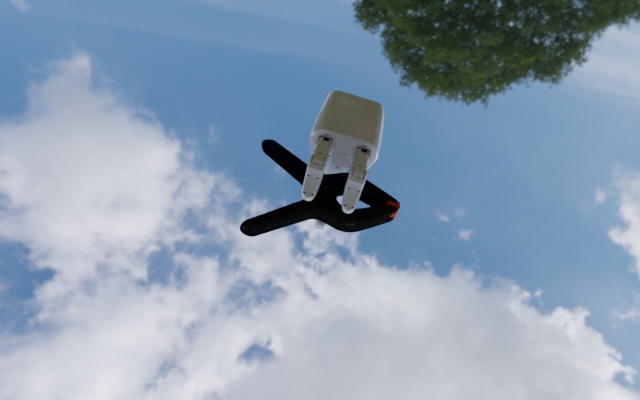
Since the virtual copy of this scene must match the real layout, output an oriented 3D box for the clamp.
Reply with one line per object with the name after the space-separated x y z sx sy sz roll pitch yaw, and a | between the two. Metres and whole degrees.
0.001 0.003 0.640 0.210 0.164 0.036 16 -39 0 | clamp
